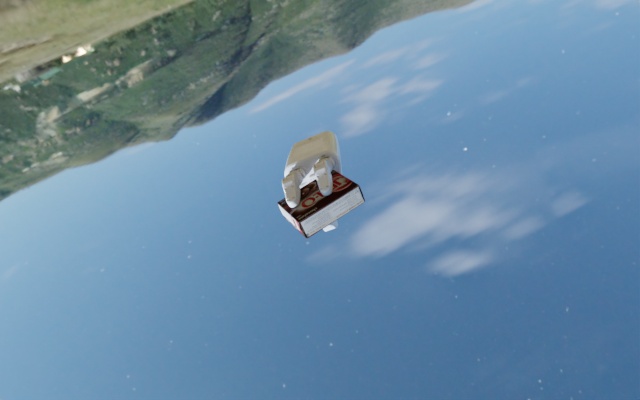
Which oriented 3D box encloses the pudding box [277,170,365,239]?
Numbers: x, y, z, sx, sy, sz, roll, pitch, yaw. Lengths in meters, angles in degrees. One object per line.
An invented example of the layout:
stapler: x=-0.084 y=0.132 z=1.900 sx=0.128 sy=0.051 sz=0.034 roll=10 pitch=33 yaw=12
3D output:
pudding box: x=0.000 y=0.003 z=0.751 sx=0.113 sy=0.039 sz=0.090 roll=-34 pitch=30 yaw=-12
